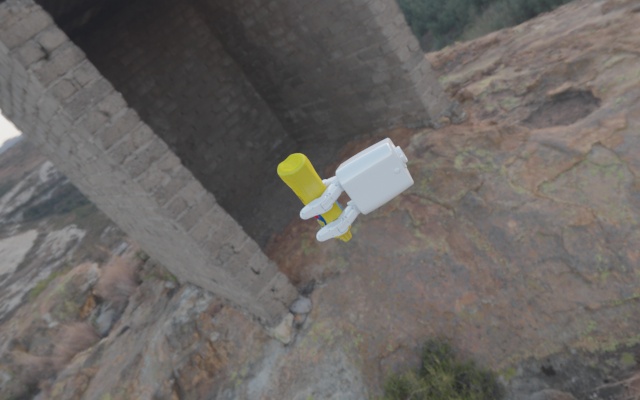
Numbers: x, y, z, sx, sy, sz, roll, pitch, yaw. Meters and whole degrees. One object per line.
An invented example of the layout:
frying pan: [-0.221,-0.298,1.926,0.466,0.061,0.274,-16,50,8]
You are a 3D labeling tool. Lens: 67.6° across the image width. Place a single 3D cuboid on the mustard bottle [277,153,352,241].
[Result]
mustard bottle: [0.000,0.003,0.884,0.058,0.192,0.096,-41,23,-7]
